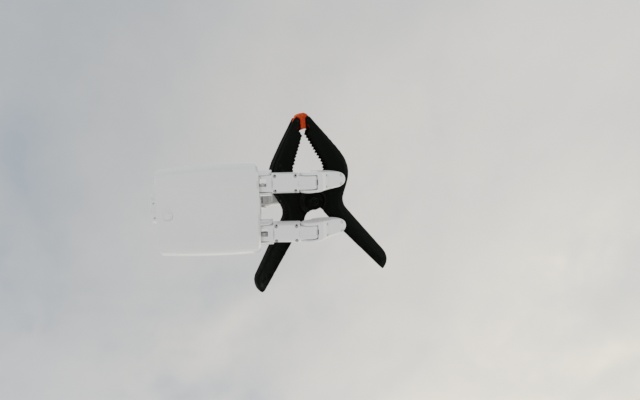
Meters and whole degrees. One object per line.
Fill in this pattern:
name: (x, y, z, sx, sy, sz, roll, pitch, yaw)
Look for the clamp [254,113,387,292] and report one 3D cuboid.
clamp: (0.000, 0.001, 0.570, 0.164, 0.210, 0.036, -3, 10, -12)
